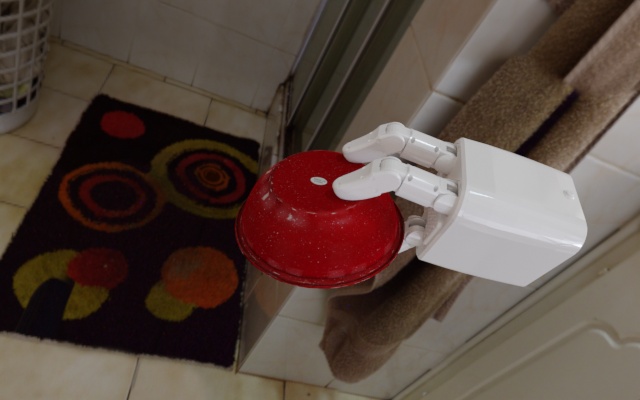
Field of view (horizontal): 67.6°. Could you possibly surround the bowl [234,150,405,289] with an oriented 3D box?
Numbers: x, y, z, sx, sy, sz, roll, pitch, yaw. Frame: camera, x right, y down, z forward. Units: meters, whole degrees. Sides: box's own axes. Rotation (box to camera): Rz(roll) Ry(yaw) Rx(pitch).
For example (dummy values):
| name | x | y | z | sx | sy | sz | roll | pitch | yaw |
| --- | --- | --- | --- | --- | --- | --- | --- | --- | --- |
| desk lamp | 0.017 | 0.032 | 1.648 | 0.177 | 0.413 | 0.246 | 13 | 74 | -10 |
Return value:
| name | x | y | z | sx | sy | sz | roll | pitch | yaw |
| --- | --- | --- | --- | --- | --- | --- | --- | --- | --- |
| bowl | -0.001 | 0.001 | 0.440 | 0.162 | 0.055 | 0.162 | 1 | 41 | -1 |
